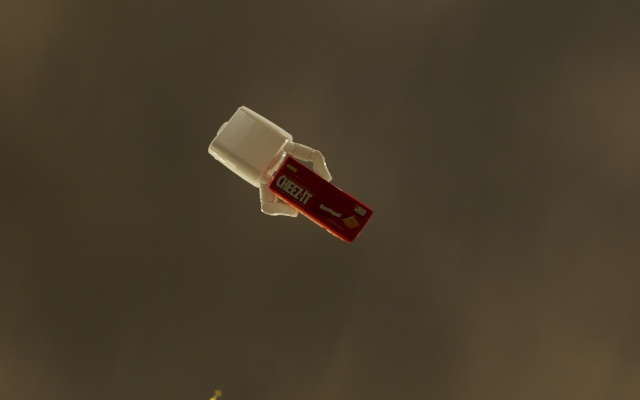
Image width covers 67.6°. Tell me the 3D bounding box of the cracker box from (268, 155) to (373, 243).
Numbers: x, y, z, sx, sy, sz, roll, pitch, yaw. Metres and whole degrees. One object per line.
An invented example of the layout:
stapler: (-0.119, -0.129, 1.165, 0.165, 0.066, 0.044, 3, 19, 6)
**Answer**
cracker box: (0.000, 0.003, 0.857, 0.164, 0.072, 0.214, 33, -1, 2)
